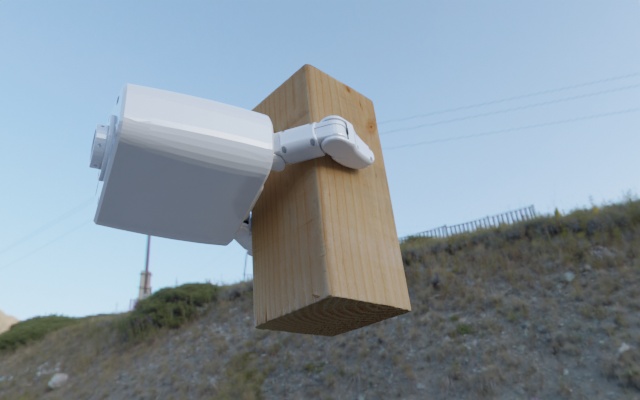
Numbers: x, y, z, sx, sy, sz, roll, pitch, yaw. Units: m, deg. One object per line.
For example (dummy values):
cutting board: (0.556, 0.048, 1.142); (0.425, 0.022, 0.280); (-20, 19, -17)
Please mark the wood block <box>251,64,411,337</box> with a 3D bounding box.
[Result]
wood block: (0.000, 0.001, 0.412); (0.090, 0.206, 0.091); (20, -37, -40)
